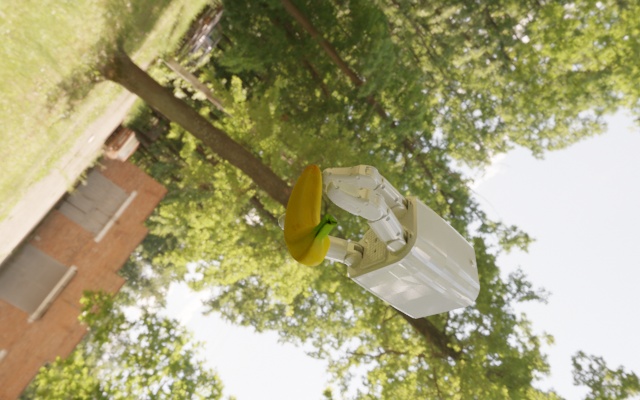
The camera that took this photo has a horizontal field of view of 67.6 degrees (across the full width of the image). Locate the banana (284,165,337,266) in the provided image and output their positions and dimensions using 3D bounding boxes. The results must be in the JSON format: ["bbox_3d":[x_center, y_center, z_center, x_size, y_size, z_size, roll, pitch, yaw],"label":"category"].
[{"bbox_3d":[-0.010,0.017,0.485,0.037,0.069,0.197,33,11,-16],"label":"banana"}]
